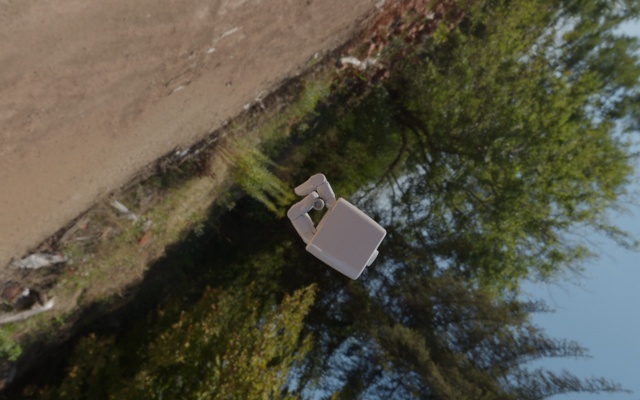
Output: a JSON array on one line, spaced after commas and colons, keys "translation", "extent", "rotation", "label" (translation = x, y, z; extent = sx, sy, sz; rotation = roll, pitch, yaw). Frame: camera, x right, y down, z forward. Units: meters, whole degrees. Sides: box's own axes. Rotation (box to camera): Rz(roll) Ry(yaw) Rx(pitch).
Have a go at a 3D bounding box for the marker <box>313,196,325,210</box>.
[{"translation": [0.000, 0.003, 0.879], "extent": [0.020, 0.020, 0.121], "rotation": [0, 4, 4], "label": "marker"}]
